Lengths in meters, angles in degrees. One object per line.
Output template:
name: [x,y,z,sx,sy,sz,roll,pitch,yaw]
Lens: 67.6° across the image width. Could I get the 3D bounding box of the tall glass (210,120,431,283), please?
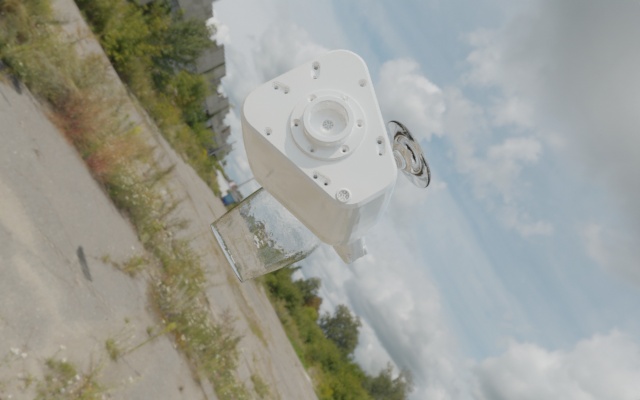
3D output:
tall glass: [0.001,0.001,0.452,0.201,0.079,0.079,-29,5,-9]
